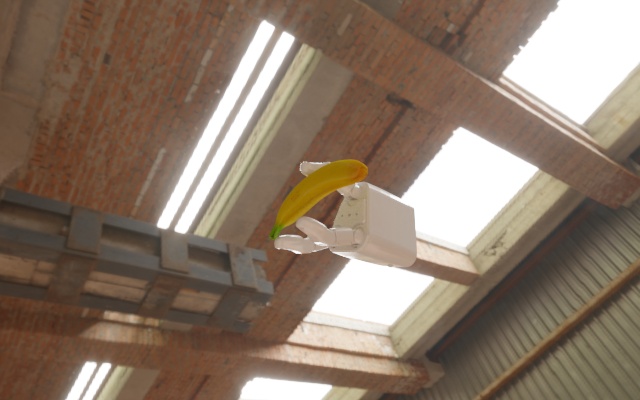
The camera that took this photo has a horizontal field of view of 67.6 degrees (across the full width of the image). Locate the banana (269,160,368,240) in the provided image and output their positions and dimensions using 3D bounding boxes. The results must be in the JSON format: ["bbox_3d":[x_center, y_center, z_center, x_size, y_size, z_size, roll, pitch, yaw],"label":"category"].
[{"bbox_3d":[-0.002,-0.011,0.653,0.037,0.069,0.198,25,-43,-29],"label":"banana"}]
